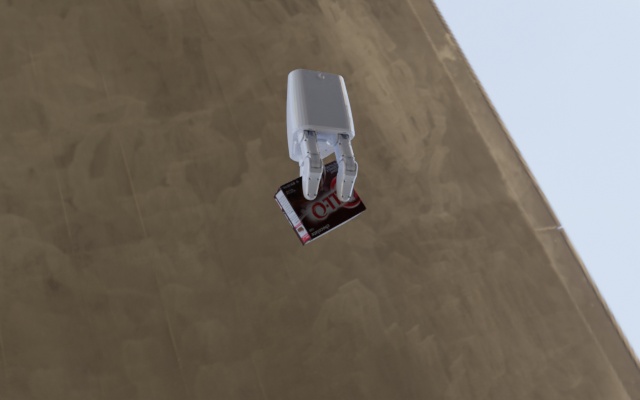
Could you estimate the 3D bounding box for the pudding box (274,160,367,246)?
[{"bbox_3d":[0.000,0.002,0.709,0.113,0.090,0.039,-28,-9,-30],"label":"pudding box"}]
